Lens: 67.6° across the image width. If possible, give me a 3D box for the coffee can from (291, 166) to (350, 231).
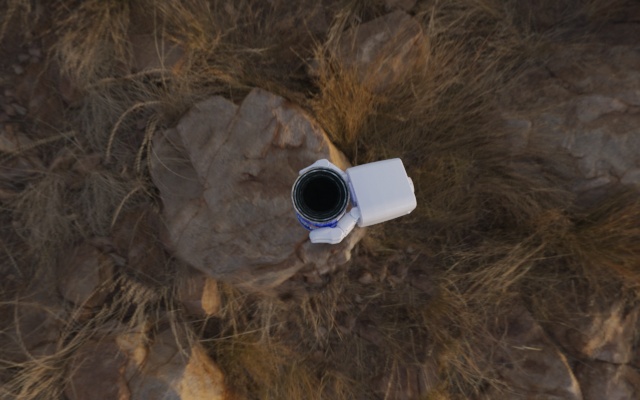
[{"bbox_3d":[0.000,0.003,0.898,0.103,0.102,0.140,0,-11,0],"label":"coffee can"}]
